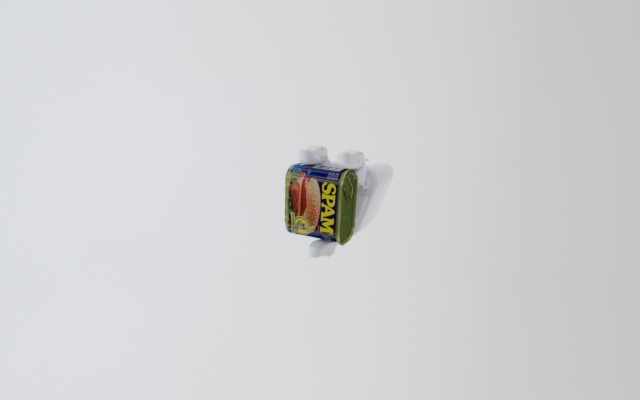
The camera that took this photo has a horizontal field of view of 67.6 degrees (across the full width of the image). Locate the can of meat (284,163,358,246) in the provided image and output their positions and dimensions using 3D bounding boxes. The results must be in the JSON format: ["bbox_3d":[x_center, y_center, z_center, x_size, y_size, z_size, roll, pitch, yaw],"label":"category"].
[{"bbox_3d":[0.000,0.002,0.645,0.084,0.102,0.057,10,17,23],"label":"can of meat"}]
